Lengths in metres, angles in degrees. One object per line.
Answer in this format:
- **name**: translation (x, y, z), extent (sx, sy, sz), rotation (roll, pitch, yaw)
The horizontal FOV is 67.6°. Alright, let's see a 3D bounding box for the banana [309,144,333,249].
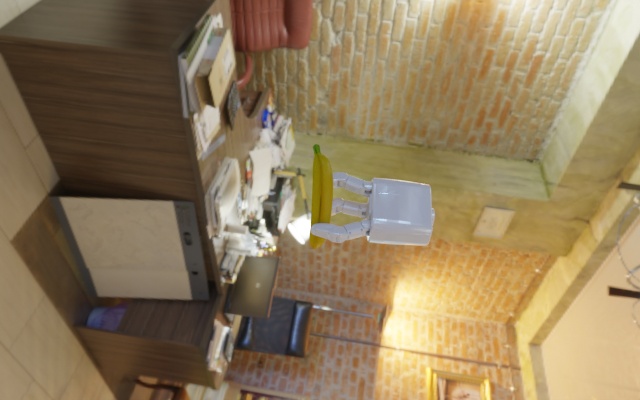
- **banana**: translation (0.001, 0.006, 0.839), extent (0.037, 0.198, 0.069), rotation (2, 19, -4)
